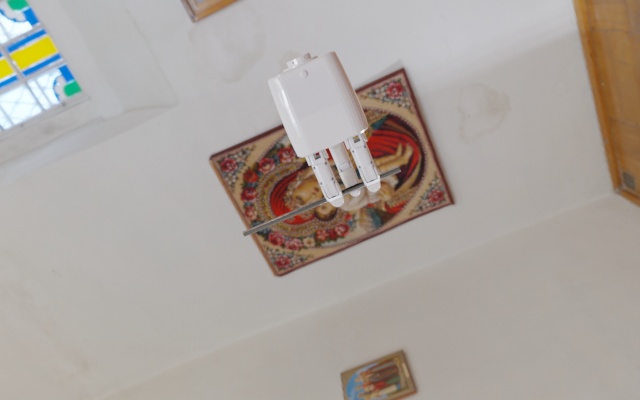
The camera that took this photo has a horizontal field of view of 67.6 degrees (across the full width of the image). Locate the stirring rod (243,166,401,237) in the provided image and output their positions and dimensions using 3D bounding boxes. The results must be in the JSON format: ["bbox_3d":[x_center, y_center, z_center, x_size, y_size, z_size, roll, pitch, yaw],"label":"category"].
[{"bbox_3d":[0.000,0.002,0.676,0.239,0.011,0.011,-23,-2,5],"label":"stirring rod"}]
